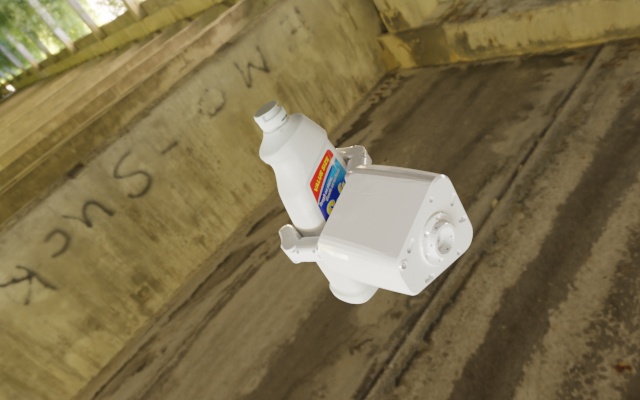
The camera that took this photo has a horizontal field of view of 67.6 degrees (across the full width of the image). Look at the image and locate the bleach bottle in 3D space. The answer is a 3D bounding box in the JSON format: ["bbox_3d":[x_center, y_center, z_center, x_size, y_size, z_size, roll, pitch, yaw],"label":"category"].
[{"bbox_3d":[0.000,0.002,0.547,0.068,0.251,0.102,8,50,49],"label":"bleach bottle"}]
